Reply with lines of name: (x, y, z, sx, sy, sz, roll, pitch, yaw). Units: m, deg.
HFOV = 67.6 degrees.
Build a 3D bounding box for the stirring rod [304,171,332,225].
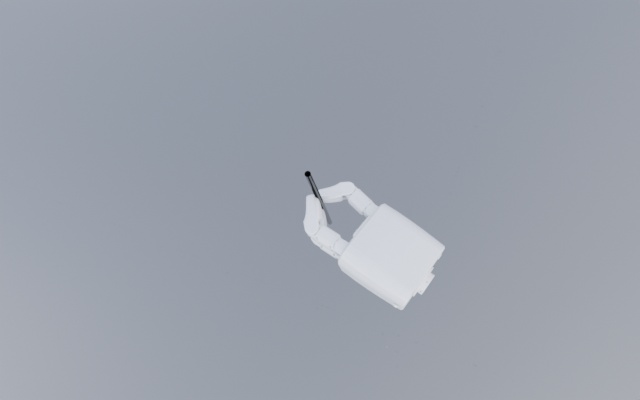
stirring rod: (0.000, 0.002, 0.700, 0.011, 0.011, 0.240, 0, -17, 8)
